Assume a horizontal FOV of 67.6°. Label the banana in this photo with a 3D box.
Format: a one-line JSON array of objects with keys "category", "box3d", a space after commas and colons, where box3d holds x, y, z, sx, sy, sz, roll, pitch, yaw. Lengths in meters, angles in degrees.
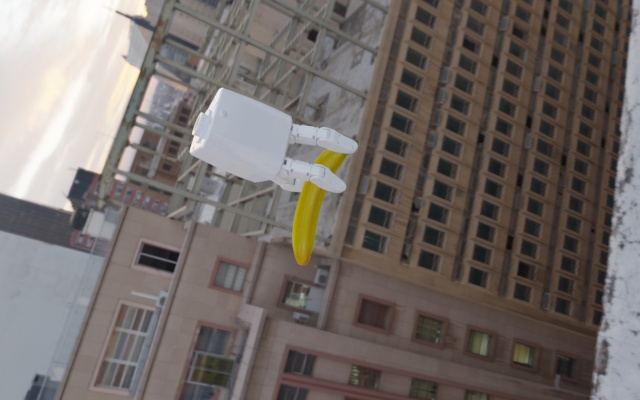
[{"category": "banana", "box3d": [-0.006, -0.003, 0.712, 0.037, 0.198, 0.069, 23, -3, -25]}]
